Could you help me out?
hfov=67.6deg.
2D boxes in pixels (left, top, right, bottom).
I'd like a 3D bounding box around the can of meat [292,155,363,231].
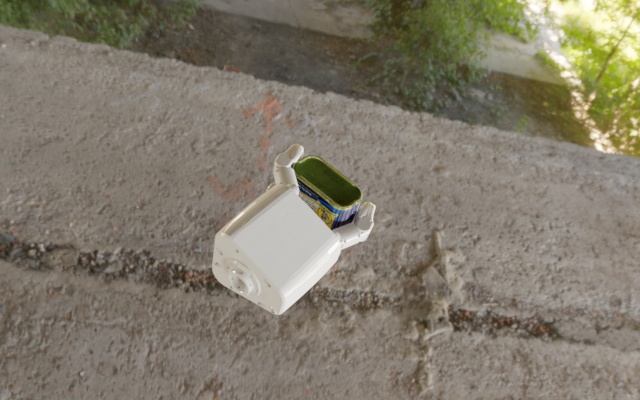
[{"bbox_3d":[0.000,0.002,0.631,0.102,0.084,0.057,38,49,19],"label":"can of meat"}]
